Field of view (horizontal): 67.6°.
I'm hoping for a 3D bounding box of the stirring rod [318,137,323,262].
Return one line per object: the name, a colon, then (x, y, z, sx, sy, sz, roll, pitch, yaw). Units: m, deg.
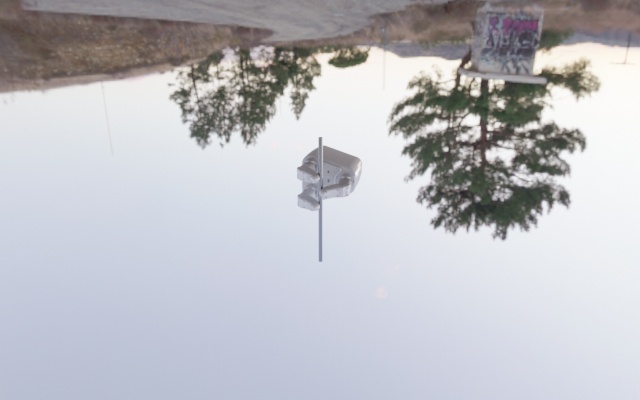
stirring rod: (0.000, 0.003, 0.876, 0.011, 0.240, 0.011, 0, 20, 0)
